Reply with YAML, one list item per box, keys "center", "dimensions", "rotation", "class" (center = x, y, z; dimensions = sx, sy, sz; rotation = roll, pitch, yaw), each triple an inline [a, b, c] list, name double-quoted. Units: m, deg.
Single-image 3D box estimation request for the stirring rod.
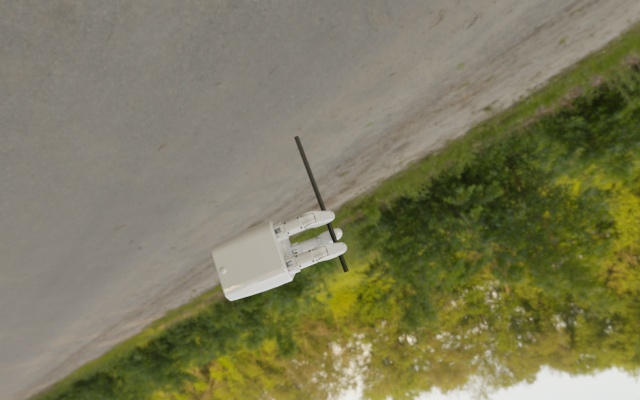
- center: [0.000, 0.002, 0.779]
  dimensions: [0.011, 0.239, 0.011]
  rotation: [-19, -13, -5]
  class: "stirring rod"
